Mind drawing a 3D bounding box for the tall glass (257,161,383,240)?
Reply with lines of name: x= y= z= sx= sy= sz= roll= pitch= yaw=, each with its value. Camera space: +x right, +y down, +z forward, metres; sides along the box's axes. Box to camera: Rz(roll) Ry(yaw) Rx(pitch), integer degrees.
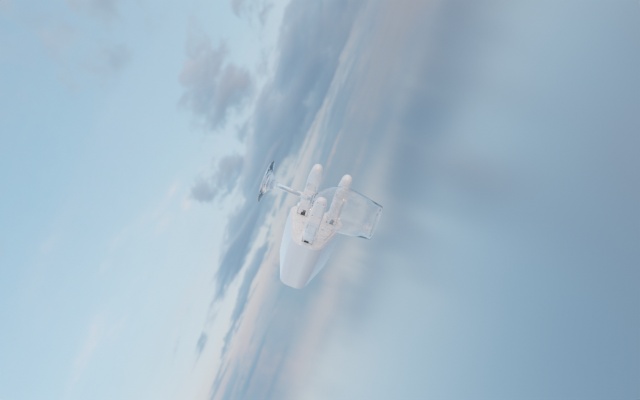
tall glass: x=0.000 y=0.002 z=0.804 sx=0.201 sy=0.079 sz=0.079 roll=20 pitch=0 yaw=1
